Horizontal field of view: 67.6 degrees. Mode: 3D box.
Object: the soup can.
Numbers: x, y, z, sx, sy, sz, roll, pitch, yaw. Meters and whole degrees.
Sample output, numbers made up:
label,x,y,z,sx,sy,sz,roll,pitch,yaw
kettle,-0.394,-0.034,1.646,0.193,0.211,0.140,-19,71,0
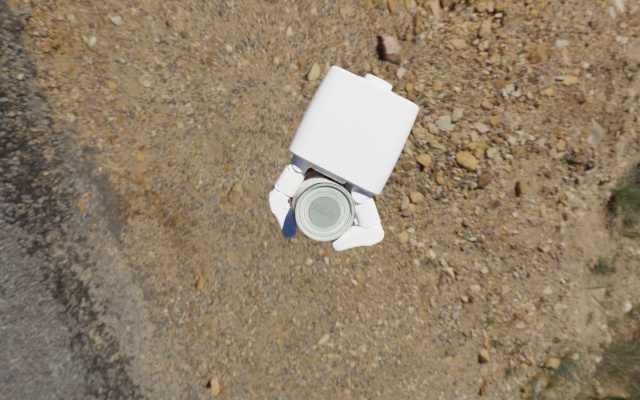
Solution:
label,x,y,z,sx,sy,sz,roll,pitch,yaw
soup can,0.000,0.002,0.561,0.068,0.068,0.102,0,13,-6
